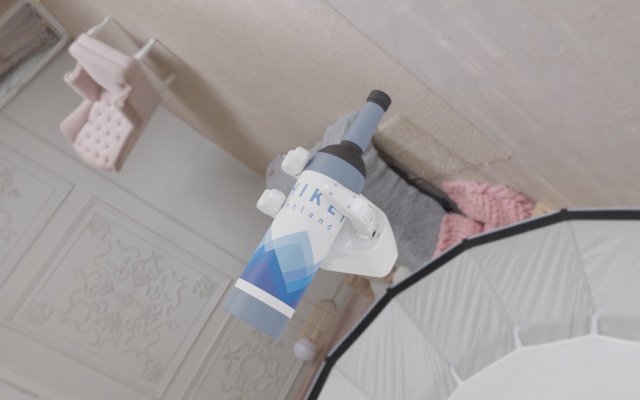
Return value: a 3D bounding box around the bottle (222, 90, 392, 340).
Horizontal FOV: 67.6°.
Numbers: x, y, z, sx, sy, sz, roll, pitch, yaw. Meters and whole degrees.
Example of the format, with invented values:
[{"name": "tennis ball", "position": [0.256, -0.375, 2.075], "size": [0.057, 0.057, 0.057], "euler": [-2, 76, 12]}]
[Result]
[{"name": "bottle", "position": [0.000, 0.002, 0.521], "size": [0.069, 0.295, 0.069], "euler": [28, -15, 8]}]
